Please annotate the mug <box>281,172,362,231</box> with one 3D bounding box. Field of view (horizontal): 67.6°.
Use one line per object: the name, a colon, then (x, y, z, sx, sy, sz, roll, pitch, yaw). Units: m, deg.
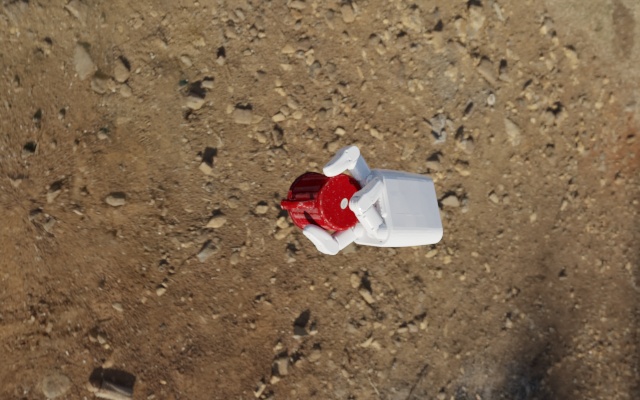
mug: (-0.001, 0.002, 0.689, 0.117, 0.093, 0.081, 0, 0, -33)
